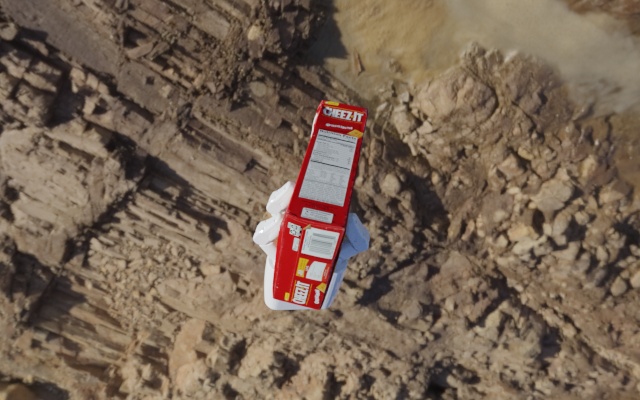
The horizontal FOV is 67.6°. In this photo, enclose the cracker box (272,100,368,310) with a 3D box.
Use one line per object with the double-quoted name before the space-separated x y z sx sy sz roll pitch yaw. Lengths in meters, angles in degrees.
"cracker box" 0.000 0.002 0.606 0.072 0.213 0.164 13 -43 1
